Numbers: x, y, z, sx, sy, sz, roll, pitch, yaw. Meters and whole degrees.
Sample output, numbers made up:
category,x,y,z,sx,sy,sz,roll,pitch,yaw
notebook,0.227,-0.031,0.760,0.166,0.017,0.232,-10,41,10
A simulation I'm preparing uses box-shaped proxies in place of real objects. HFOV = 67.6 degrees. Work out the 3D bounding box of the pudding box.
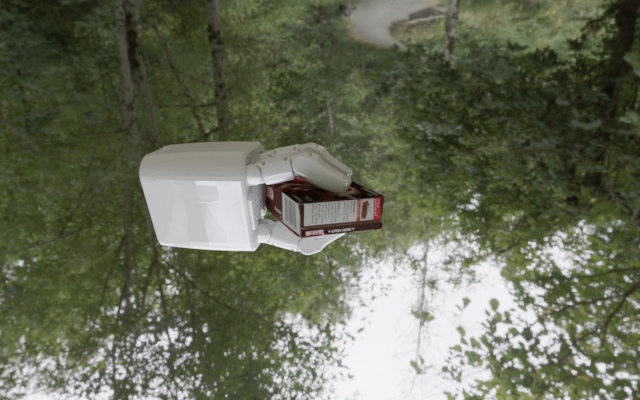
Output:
category,x,y,z,sx,sy,sz,roll,pitch,yaw
pudding box,0.000,0.002,0.494,0.090,0.039,0.113,-6,18,-22
